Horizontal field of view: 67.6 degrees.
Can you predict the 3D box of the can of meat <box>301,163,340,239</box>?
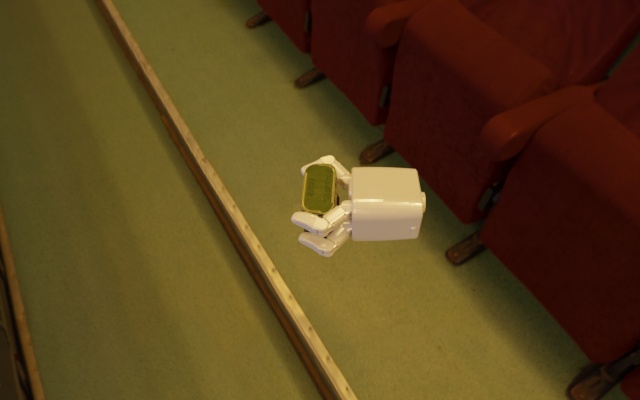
[{"bbox_3d":[0.000,0.002,0.774,0.057,0.102,0.084,1,-34,5],"label":"can of meat"}]
